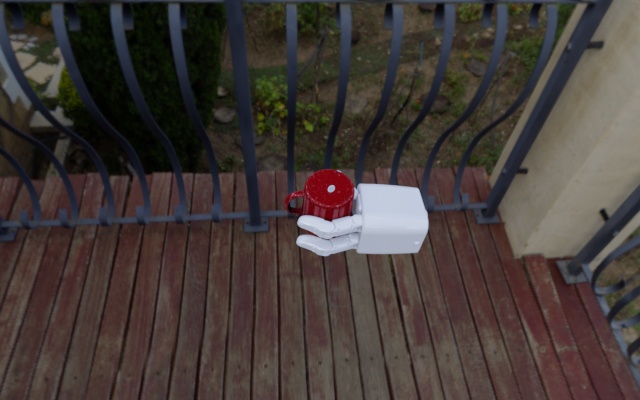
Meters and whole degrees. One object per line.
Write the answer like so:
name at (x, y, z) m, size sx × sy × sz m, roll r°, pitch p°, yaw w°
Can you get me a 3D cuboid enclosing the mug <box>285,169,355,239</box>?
mug at (-0.001, 0.002, 0.787) m, size 0.117 × 0.093 × 0.082 m, roll 2°, pitch -37°, yaw -4°
